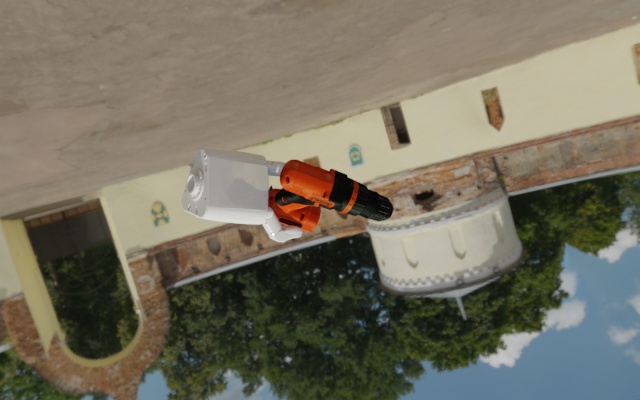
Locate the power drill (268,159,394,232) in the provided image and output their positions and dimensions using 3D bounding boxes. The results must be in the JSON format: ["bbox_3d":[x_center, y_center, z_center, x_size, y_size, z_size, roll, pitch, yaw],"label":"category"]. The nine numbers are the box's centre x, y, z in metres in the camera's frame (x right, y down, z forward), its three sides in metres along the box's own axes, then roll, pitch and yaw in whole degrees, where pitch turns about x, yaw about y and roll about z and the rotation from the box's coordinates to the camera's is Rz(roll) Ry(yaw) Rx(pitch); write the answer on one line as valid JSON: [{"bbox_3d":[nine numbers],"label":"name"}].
[{"bbox_3d":[0.000,0.003,0.768,0.184,0.057,0.188,22,-22,-19],"label":"power drill"}]
